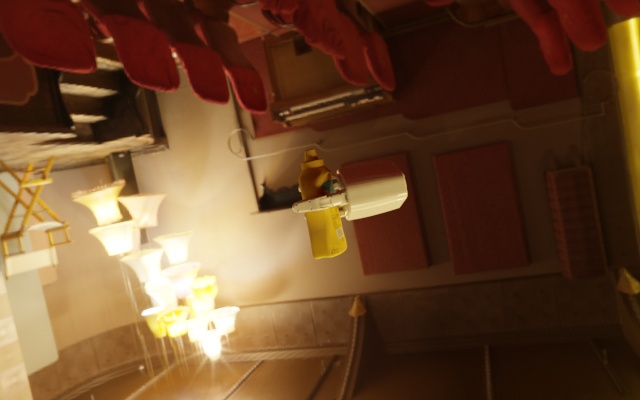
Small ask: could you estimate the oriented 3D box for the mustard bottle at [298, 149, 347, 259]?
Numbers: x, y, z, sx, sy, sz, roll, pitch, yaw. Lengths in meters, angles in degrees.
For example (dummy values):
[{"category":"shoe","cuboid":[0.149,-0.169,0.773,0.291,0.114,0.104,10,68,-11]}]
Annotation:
[{"category":"mustard bottle","cuboid":[0.000,0.003,0.859,0.058,0.191,0.096,-10,4,21]}]
